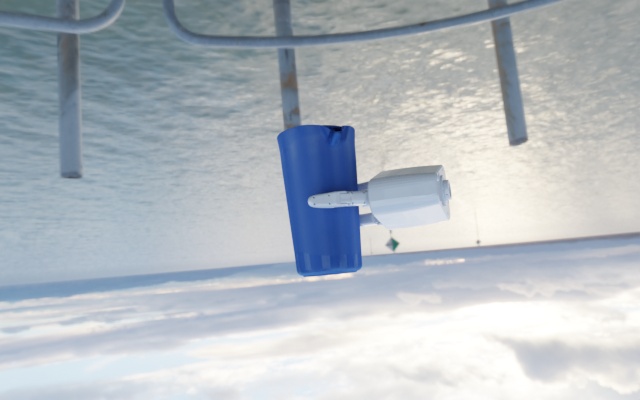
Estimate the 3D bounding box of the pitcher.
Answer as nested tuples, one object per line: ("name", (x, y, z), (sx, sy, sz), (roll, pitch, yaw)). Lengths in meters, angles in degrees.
("pitcher", (0.000, 0.003, 0.804), (0.145, 0.243, 0.149), (-8, -8, 20))
